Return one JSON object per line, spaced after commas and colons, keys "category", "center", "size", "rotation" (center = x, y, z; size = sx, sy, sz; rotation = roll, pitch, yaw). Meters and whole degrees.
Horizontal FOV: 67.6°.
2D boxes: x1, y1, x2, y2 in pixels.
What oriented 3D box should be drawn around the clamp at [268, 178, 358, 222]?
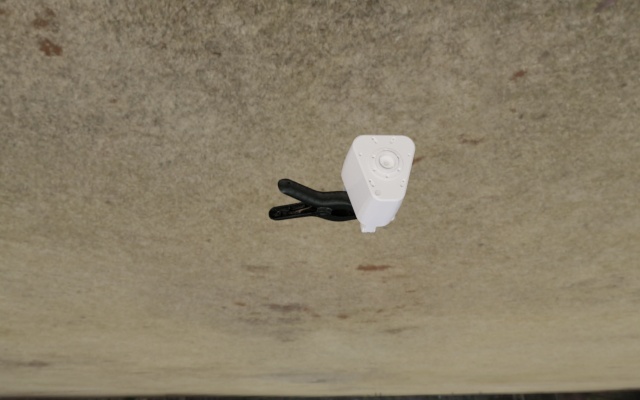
{"category": "clamp", "center": [0.000, 0.003, 0.777], "size": [0.171, 0.039, 0.120], "rotation": [0, -21, -5]}
